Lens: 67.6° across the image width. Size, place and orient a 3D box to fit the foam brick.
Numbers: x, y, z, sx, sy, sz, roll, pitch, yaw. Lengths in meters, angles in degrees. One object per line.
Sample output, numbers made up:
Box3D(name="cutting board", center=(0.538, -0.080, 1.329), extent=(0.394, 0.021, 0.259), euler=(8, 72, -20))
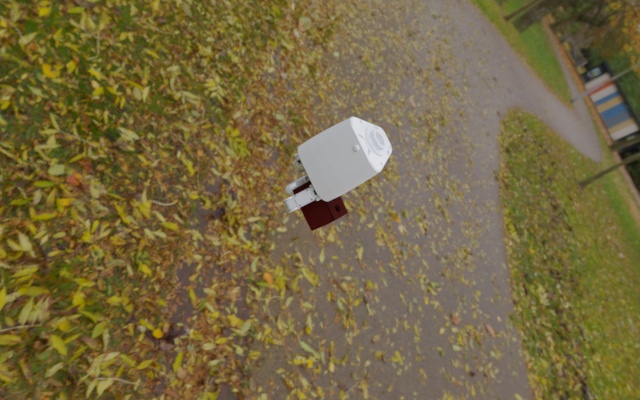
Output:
Box3D(name="foam brick", center=(0.000, 0.003, 0.796), extent=(0.051, 0.078, 0.053), euler=(-27, -2, 30))
